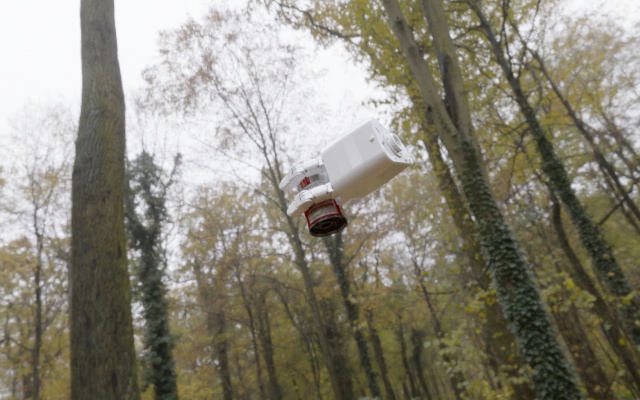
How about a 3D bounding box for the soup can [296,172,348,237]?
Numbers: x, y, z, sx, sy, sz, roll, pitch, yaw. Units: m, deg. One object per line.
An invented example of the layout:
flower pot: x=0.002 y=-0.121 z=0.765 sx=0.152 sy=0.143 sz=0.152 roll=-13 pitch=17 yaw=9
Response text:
soup can: x=0.000 y=0.003 z=0.828 sx=0.068 sy=0.102 sz=0.068 roll=-14 pitch=-28 yaw=-8
